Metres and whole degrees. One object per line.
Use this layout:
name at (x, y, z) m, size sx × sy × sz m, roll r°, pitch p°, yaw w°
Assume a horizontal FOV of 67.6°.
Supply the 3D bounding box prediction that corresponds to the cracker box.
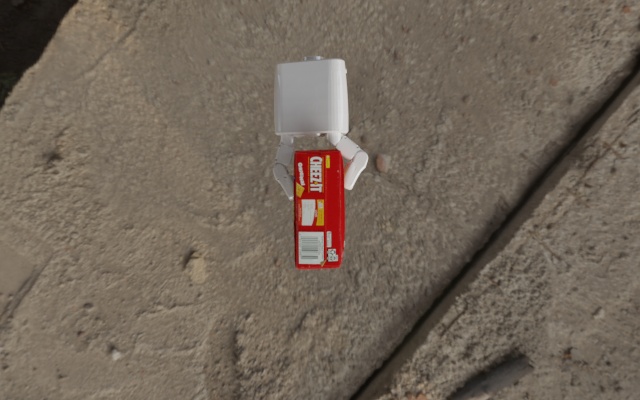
cracker box at (0.000, 0.002, 0.745) m, size 0.072 × 0.164 × 0.213 m, roll 0°, pitch 6°, yaw 2°
